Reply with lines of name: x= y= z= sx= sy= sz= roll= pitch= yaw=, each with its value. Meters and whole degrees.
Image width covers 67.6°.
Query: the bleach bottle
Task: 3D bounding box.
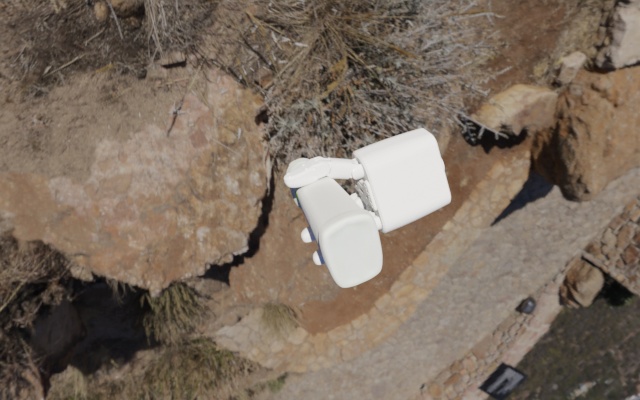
bleach bottle: x=0.000 y=0.002 z=0.640 sx=0.068 sy=0.103 sz=0.250 roll=-22 pitch=34 yaw=-8
